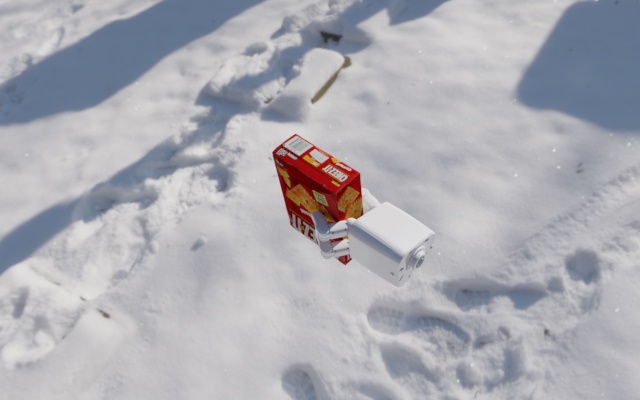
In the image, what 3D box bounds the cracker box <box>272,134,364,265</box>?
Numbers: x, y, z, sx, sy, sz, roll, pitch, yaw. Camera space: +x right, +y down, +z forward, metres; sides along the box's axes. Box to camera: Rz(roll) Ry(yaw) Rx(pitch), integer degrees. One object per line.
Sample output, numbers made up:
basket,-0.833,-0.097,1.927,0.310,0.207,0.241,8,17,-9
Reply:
cracker box,0.000,0.003,0.892,0.164,0.214,0.072,34,61,32
